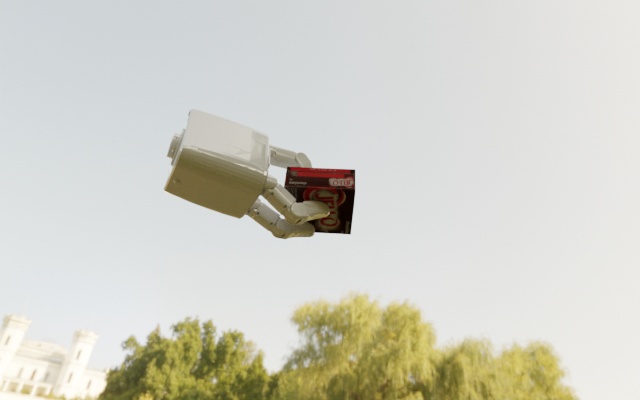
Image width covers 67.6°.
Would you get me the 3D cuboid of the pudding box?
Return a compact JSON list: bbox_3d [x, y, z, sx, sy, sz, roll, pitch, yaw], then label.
[{"bbox_3d":[0.000,0.002,0.642,0.090,0.039,0.114,3,-32,3],"label":"pudding box"}]
